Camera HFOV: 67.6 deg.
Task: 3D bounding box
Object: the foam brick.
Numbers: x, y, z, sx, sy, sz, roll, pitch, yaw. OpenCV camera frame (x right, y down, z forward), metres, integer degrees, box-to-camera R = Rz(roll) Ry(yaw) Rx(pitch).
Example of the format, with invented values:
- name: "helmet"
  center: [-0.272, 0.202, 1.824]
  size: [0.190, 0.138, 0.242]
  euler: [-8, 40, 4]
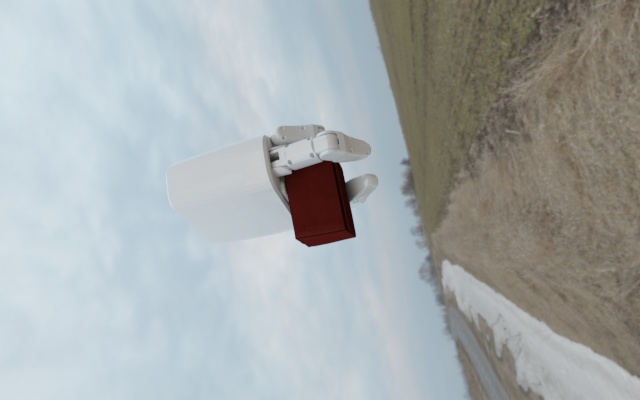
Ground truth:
- name: "foam brick"
  center: [0.000, 0.002, 0.467]
  size: [0.051, 0.078, 0.053]
  euler: [-14, -17, 9]
